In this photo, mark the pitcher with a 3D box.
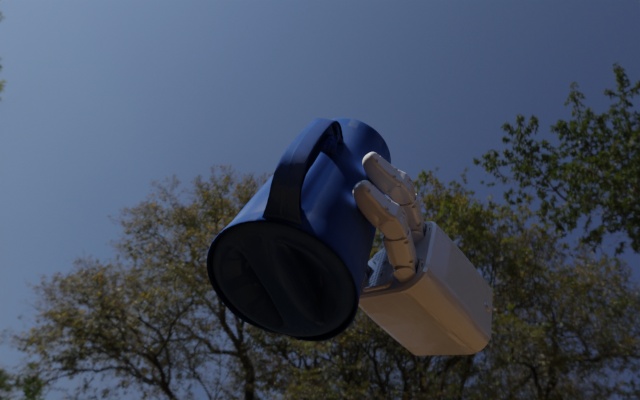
[{"bbox_3d":[0.000,0.002,0.477,0.149,0.145,0.242,-34,17,34],"label":"pitcher"}]
